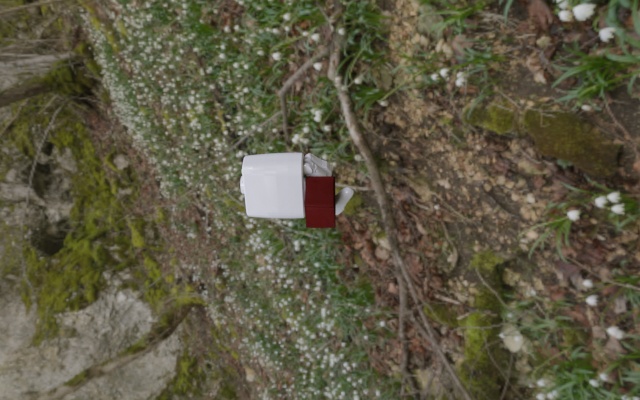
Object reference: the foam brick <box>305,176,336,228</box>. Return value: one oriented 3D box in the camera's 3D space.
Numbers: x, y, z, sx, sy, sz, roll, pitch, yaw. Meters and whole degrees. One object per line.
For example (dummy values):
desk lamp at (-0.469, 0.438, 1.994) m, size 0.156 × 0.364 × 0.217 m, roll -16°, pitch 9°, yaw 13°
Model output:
foam brick at (0.000, 0.003, 0.818) m, size 0.051 × 0.053 × 0.078 m, roll 0°, pitch 44°, yaw 1°
